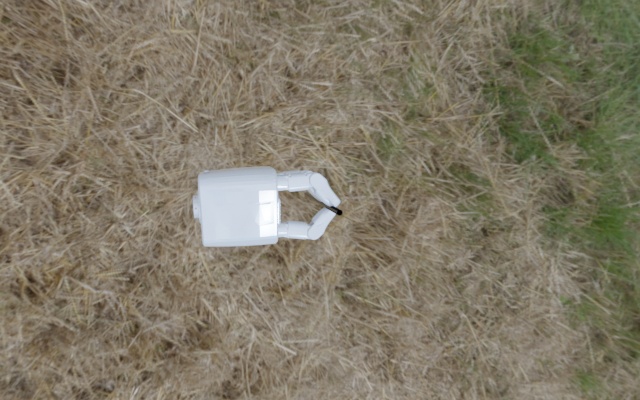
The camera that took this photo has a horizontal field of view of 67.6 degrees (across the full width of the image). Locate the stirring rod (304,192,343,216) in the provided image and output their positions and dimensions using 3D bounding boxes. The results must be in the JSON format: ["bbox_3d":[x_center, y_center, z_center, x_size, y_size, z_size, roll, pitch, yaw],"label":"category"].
[{"bbox_3d":[0.000,0.003,0.755,0.011,0.011,0.239,0,7,-12],"label":"stirring rod"}]
